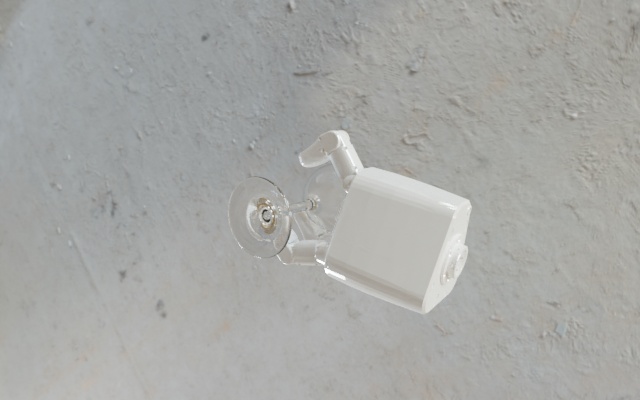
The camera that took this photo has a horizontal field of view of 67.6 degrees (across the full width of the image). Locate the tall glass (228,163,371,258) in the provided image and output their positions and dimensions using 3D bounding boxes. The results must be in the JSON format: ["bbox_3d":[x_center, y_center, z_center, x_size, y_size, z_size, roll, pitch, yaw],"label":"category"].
[{"bbox_3d":[0.000,0.002,0.506,0.079,0.079,0.201,0,8,34],"label":"tall glass"}]
